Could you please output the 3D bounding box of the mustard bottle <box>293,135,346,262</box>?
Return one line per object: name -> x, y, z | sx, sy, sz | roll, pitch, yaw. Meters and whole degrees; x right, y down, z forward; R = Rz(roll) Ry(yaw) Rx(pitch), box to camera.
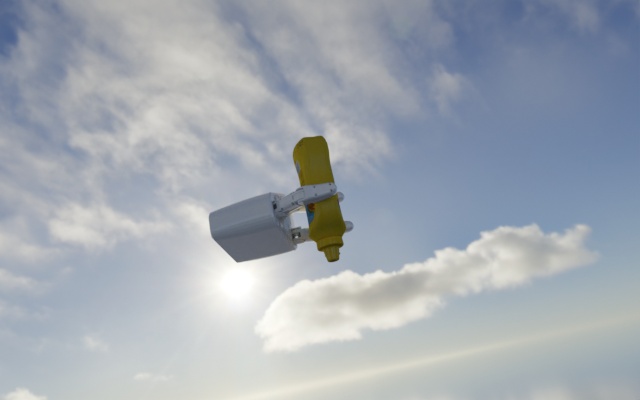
mustard bottle -> 0.000, 0.002, 0.744 | 0.058, 0.191, 0.096 | -7, -21, -12
